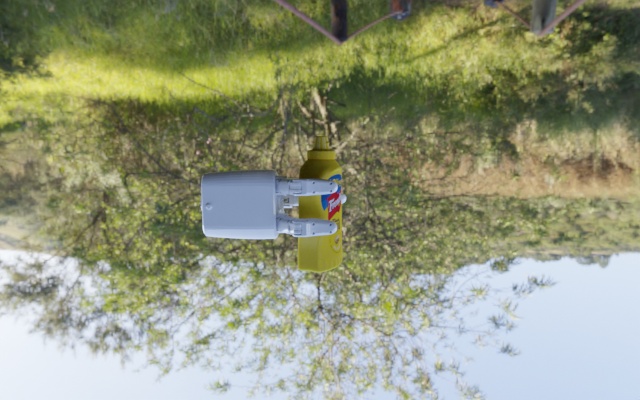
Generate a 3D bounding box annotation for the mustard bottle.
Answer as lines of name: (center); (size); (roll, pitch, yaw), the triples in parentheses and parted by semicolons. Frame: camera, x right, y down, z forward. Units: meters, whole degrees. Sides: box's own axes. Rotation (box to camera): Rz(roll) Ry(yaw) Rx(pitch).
mustard bottle: (0.000, 0.003, 0.700); (0.058, 0.191, 0.096); (3, 7, 24)
